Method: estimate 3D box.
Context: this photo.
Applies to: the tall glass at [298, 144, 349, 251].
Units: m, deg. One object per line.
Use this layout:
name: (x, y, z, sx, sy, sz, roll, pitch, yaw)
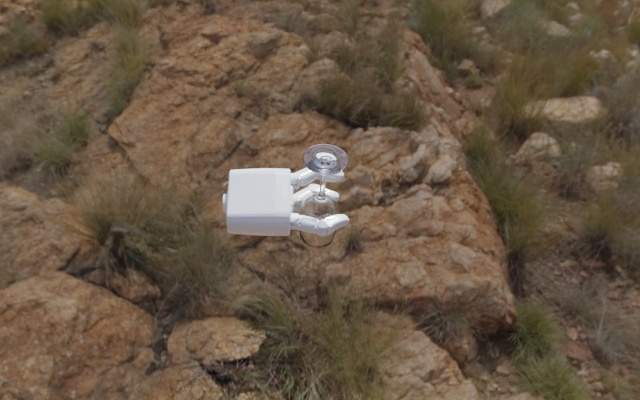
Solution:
tall glass: (0.000, 0.002, 0.834, 0.079, 0.079, 0.201, 0, -44, -6)
